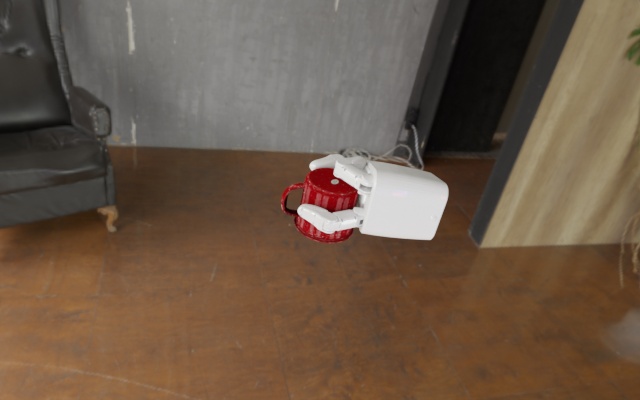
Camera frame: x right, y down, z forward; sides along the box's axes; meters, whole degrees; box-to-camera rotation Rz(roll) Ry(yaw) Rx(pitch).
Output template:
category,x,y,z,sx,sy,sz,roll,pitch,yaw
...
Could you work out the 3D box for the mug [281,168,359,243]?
category,x,y,z,sx,sy,sz,roll,pitch,yaw
mug,-0.001,0.002,0.712,0.117,0.081,0.093,8,31,-6
